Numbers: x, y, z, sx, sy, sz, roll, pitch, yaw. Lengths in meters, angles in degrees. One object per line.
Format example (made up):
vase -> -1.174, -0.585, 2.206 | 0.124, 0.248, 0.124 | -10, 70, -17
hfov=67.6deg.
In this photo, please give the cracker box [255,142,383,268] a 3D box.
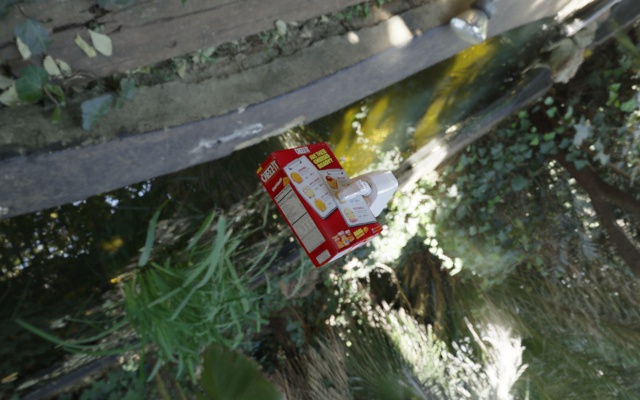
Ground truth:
cracker box -> 0.000, 0.003, 0.892 | 0.072, 0.213, 0.164 | -42, -14, 36
